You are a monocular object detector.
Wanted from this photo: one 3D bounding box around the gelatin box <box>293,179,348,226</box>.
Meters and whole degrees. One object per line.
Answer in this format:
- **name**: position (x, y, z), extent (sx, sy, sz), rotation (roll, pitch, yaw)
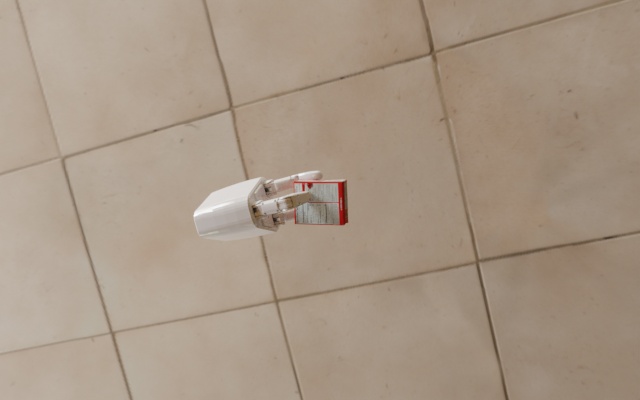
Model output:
- **gelatin box**: position (0.000, 0.003, 0.792), extent (0.089, 0.073, 0.030), rotation (1, 9, 19)
